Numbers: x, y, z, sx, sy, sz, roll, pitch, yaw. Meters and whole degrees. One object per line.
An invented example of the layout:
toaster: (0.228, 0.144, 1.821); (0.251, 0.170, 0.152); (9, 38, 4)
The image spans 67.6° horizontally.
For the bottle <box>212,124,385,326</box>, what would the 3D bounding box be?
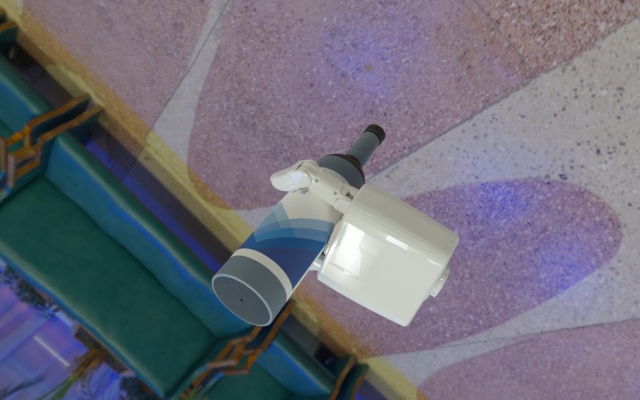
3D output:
bottle: (0.000, 0.002, 0.521); (0.069, 0.069, 0.295); (0, 37, 37)
